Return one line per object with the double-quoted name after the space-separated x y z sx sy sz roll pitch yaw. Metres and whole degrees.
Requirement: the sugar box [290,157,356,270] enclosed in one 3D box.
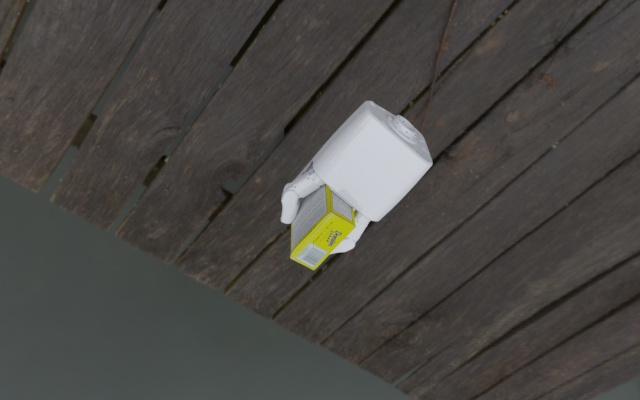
0.001 0.002 0.664 0.048 0.093 0.176 32 30 -19 "sugar box"
